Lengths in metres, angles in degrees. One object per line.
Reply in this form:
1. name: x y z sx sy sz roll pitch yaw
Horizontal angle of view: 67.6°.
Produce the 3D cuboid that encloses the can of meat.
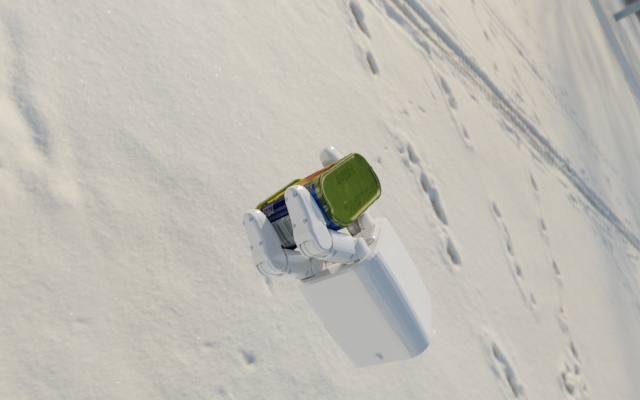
1. can of meat: 0.000 0.001 0.458 0.084 0.057 0.102 -25 8 37
